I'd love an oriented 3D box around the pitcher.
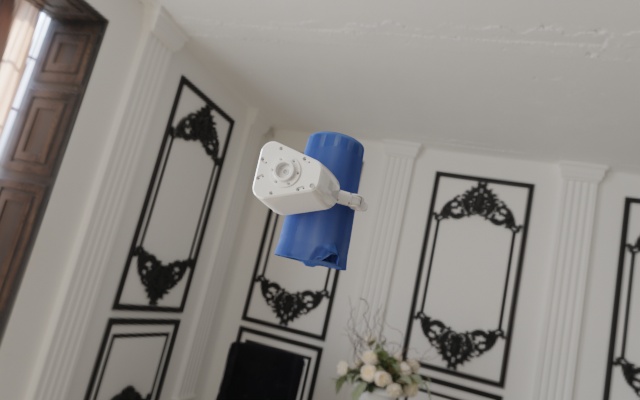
[{"bbox_3d":[0.000,0.003,0.891,0.149,0.242,0.145,9,-10,19],"label":"pitcher"}]
